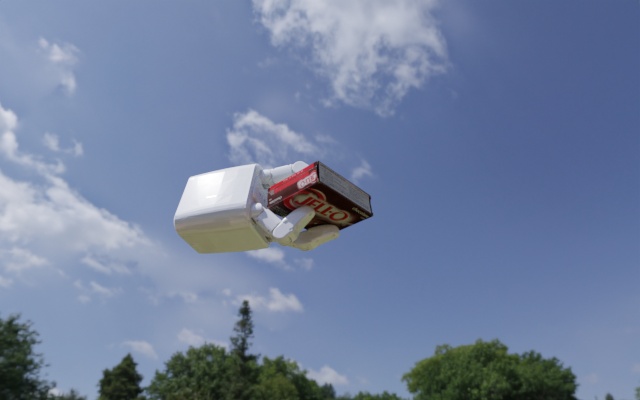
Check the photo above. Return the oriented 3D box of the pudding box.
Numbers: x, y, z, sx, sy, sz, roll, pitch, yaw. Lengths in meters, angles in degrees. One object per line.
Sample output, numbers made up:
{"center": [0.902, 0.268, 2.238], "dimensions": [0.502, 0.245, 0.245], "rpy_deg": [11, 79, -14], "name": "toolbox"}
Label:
{"center": [0.000, 0.002, 0.625], "dimensions": [0.090, 0.039, 0.113], "rpy_deg": [-26, -37, 34], "name": "pudding box"}
